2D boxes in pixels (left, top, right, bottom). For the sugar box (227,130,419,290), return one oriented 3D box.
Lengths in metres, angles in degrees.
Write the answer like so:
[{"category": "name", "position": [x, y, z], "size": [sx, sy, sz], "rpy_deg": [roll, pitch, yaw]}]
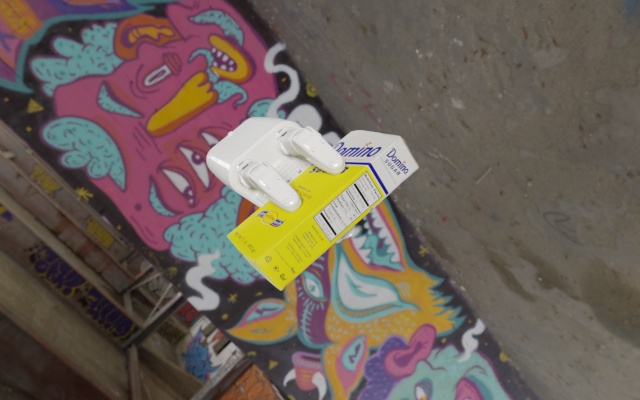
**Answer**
[{"category": "sugar box", "position": [0.000, 0.001, 0.462], "size": [0.176, 0.048, 0.093], "rpy_deg": [-43, 27, -12]}]
